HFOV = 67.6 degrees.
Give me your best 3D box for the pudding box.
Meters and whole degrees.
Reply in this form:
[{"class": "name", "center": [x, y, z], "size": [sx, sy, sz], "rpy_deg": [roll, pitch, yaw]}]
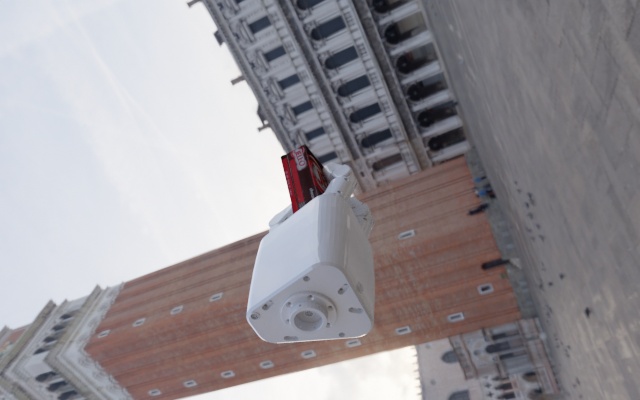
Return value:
[{"class": "pudding box", "center": [0.000, 0.002, 0.558], "size": [0.039, 0.090, 0.113], "rpy_deg": [-22, -34, 13]}]
